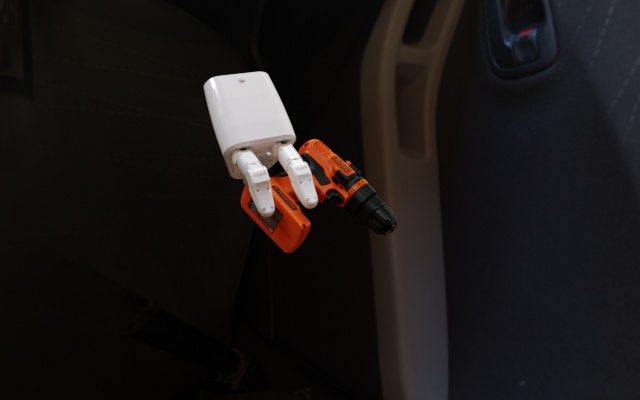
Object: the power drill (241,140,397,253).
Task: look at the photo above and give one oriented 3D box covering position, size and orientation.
[{"bbox_3d":[0.000,0.002,0.651,0.184,0.057,0.187,43,36,16],"label":"power drill"}]
